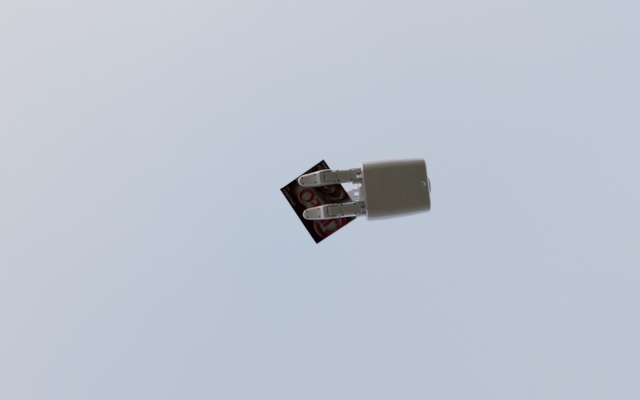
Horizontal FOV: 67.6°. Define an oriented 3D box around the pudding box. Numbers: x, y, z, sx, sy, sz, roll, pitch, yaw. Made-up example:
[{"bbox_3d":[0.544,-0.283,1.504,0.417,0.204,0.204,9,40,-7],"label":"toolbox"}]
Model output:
[{"bbox_3d":[0.000,0.003,0.800,0.090,0.113,0.039,-34,-4,0],"label":"pudding box"}]
